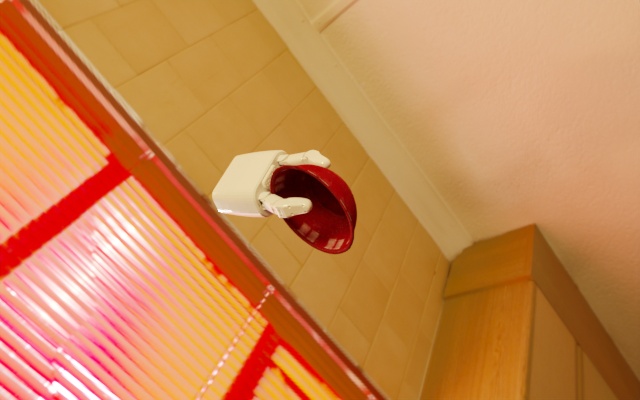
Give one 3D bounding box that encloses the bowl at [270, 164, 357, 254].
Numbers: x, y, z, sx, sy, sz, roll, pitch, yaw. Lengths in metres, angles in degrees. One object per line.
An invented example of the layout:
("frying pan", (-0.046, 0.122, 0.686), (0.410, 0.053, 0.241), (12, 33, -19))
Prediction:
("bowl", (0.001, 0.003, 0.726), (0.162, 0.162, 0.055), (0, 34, 49))
